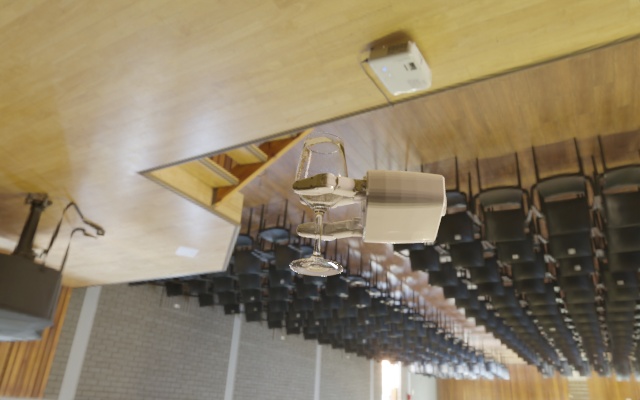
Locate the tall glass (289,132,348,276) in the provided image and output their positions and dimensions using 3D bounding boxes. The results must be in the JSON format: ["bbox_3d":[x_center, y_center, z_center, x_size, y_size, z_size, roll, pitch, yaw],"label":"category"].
[{"bbox_3d":[0.000,0.003,0.693,0.079,0.201,0.079,3,-25,1],"label":"tall glass"}]
